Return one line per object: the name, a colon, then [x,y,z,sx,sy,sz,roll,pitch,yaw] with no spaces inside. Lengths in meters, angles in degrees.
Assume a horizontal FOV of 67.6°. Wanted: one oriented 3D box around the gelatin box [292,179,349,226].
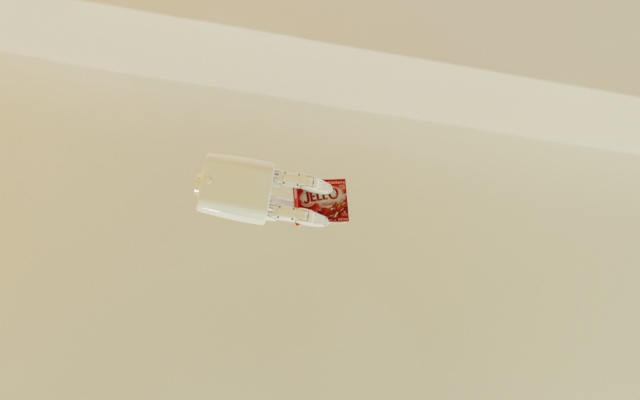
gelatin box: [0.000,0.003,0.791,0.089,0.073,0.030,-2,-9,-19]
